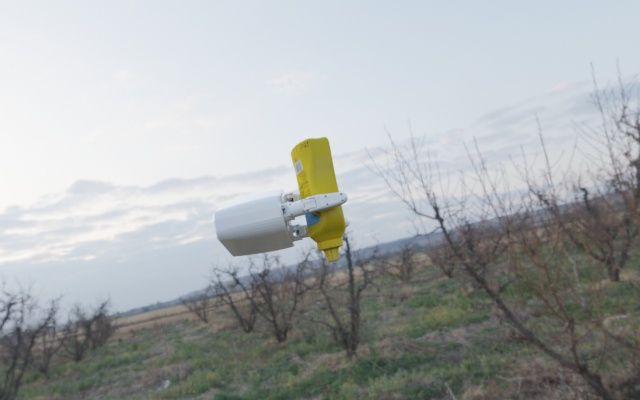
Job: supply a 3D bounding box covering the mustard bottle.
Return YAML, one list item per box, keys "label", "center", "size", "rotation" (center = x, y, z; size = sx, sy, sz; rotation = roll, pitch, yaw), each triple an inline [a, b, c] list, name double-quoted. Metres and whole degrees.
- label: "mustard bottle"
  center: [0.000, 0.002, 0.760]
  size: [0.058, 0.191, 0.096]
  rotation: [-8, -9, -23]
